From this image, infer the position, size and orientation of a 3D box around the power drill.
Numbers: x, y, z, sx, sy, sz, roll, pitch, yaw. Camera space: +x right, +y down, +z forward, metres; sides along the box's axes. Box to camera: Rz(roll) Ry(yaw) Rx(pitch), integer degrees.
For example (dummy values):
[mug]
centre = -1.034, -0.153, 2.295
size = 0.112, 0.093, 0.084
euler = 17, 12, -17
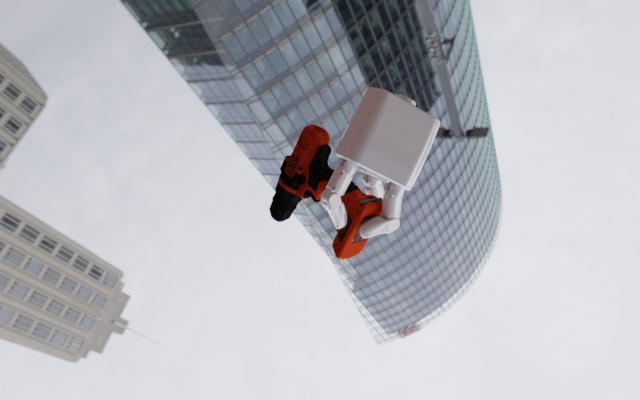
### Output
[power drill]
centre = 0.001, 0.003, 0.746
size = 0.057, 0.184, 0.187
euler = -10, 45, -45
